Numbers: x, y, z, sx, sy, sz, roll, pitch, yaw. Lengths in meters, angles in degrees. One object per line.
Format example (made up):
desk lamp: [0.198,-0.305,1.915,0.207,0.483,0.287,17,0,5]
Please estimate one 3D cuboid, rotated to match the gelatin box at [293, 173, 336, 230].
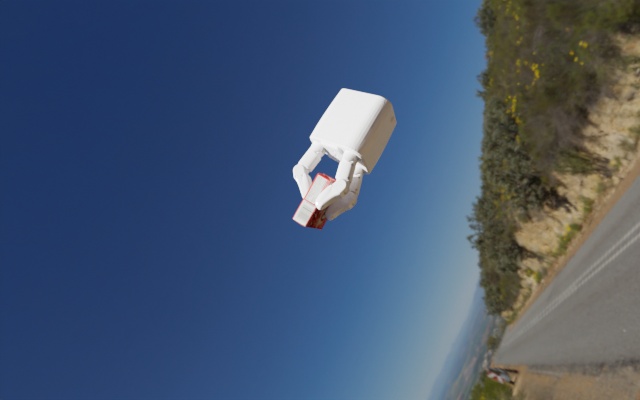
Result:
gelatin box: [0.000,0.003,0.793,0.030,0.089,0.073,31,5,22]
